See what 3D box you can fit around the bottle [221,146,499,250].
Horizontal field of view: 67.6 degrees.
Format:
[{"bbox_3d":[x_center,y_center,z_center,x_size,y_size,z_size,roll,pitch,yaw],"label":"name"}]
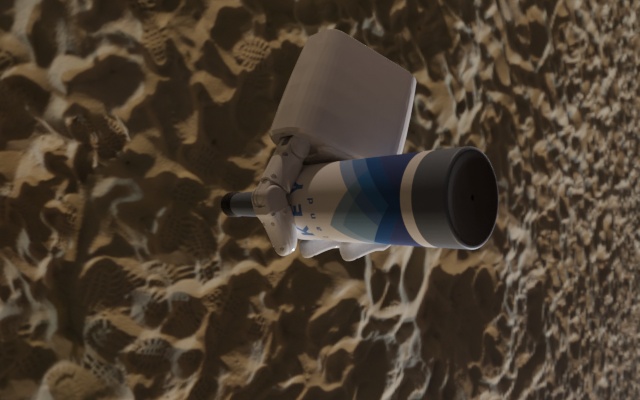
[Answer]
[{"bbox_3d":[0.000,0.001,0.415,0.069,0.069,0.296,0,-1,-42],"label":"bottle"}]
